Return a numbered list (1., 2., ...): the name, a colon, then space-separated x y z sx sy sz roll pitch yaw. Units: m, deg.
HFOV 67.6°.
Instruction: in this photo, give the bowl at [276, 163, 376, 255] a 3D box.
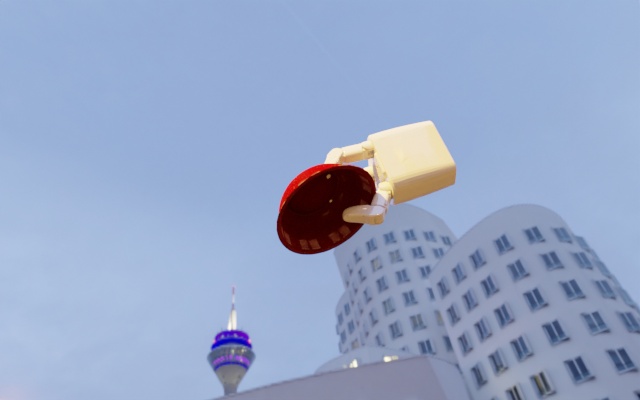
1. bowl: -0.001 0.002 0.702 0.162 0.162 0.055 0 36 -35
